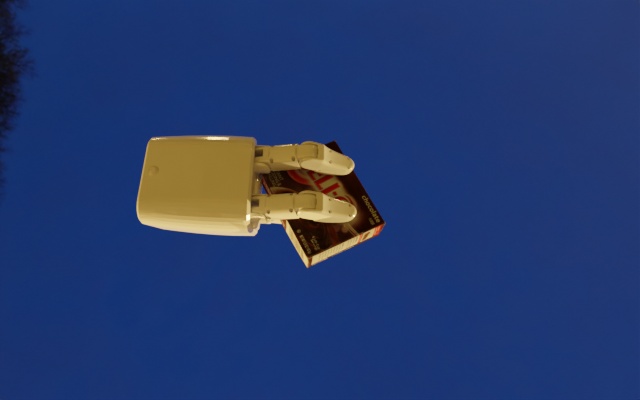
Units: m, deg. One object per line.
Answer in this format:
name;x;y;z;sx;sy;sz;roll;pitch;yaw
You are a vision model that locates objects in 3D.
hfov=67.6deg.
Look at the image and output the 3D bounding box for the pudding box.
pudding box;0.000;0.002;0.501;0.090;0.113;0.039;-23;-20;-16
